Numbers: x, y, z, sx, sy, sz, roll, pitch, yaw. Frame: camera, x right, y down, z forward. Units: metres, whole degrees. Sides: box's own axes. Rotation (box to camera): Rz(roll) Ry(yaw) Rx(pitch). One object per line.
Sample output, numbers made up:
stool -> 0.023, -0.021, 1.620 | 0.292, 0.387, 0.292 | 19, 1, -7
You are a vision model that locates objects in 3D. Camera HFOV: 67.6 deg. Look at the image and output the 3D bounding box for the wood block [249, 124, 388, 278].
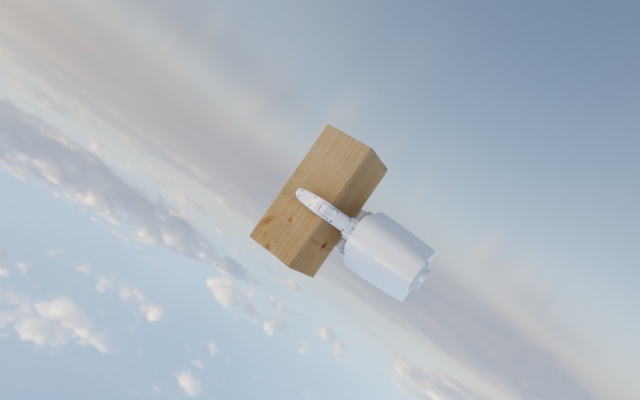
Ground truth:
wood block -> 0.000, 0.003, 0.730 | 0.090, 0.206, 0.091 | 34, -2, 29
